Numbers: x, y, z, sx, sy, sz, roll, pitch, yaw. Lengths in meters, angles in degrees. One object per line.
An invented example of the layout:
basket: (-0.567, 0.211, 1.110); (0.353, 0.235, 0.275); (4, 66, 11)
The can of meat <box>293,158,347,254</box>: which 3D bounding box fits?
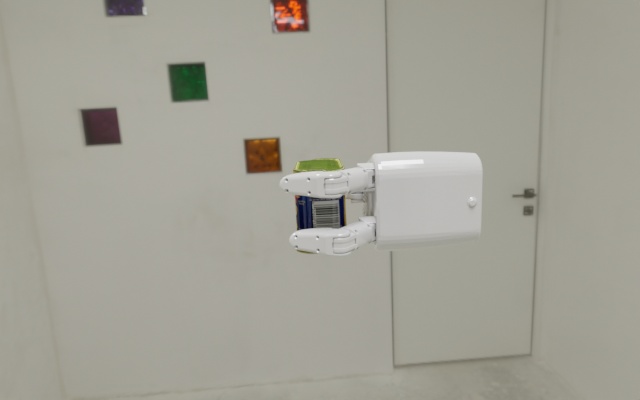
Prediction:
can of meat: (0.000, 0.001, 0.512); (0.057, 0.084, 0.102); (-3, 12, -1)
